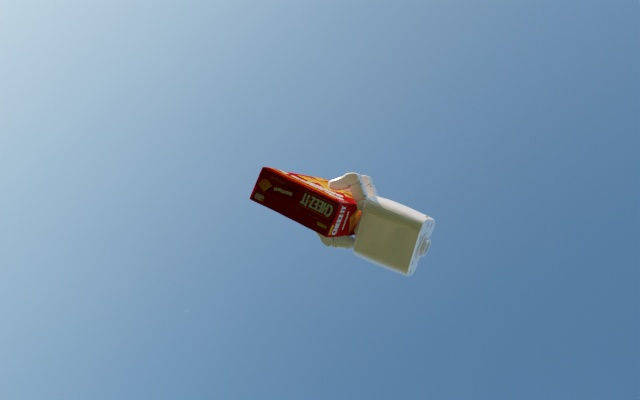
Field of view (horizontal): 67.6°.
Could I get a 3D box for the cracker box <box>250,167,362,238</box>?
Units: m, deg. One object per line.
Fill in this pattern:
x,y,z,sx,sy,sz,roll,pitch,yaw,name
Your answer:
0.000,0.003,0.882,0.164,0.072,0.214,24,8,24,cracker box
